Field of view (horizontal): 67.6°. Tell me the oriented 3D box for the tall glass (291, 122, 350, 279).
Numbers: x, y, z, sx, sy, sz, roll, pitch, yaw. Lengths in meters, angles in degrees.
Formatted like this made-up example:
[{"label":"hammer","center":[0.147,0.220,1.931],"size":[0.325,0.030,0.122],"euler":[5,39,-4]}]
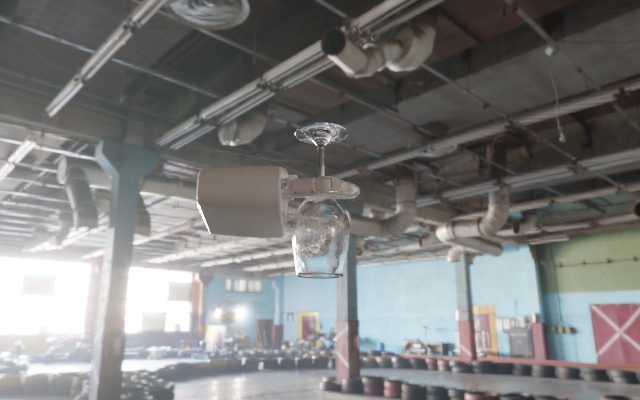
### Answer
[{"label":"tall glass","center":[0.000,0.001,0.644],"size":[0.079,0.201,0.079],"euler":[0,-15,0]}]
